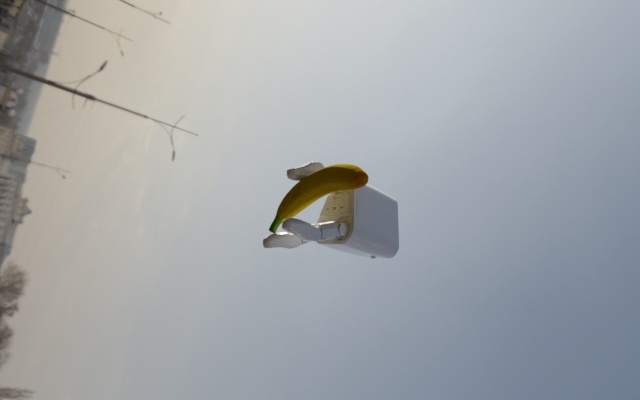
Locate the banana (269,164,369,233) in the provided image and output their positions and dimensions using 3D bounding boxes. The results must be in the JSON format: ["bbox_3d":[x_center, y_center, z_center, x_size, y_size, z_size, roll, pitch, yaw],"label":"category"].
[{"bbox_3d":[-0.001,-0.012,0.671,0.037,0.069,0.198,26,-39,-32],"label":"banana"}]
